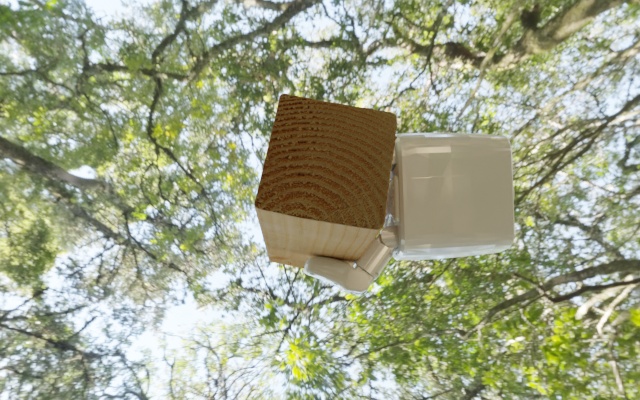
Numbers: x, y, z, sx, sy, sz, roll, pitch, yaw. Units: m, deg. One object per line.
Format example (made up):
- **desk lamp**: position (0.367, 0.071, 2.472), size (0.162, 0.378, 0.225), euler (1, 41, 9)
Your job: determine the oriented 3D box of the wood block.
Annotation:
- **wood block**: position (0.000, 0.002, 0.428), size (0.090, 0.090, 0.206), euler (10, -18, 0)
